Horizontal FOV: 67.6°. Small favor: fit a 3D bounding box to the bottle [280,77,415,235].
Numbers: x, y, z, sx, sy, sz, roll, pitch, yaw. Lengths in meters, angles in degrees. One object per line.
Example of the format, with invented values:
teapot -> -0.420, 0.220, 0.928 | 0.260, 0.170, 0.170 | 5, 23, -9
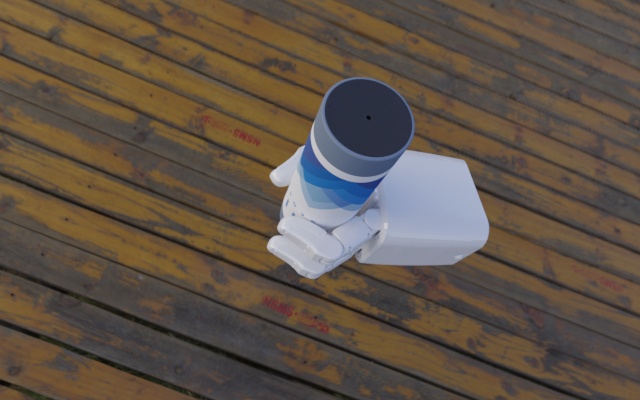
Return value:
bottle -> 0.000, 0.001, 0.452 | 0.069, 0.069, 0.296 | 0, -23, -14
